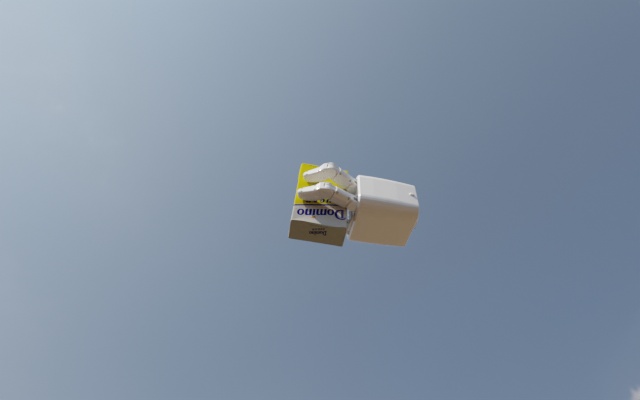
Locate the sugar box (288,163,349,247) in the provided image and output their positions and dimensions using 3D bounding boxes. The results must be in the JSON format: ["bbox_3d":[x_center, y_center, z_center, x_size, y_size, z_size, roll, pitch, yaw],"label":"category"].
[{"bbox_3d":[0.000,0.002,0.835,0.093,0.048,0.176,9,33,-3],"label":"sugar box"}]
